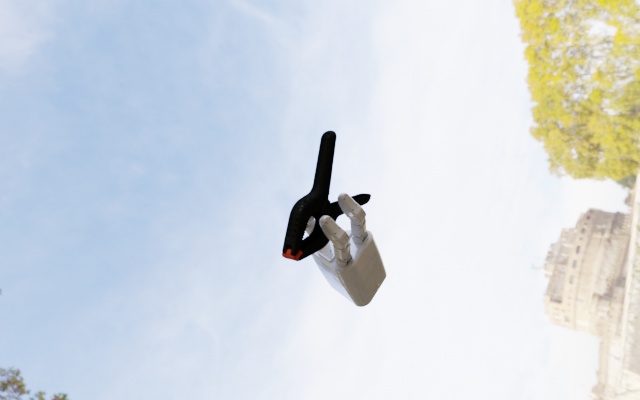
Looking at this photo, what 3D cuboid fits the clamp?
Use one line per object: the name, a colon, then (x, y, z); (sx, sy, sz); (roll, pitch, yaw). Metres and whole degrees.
clamp: (-0.001, 0.003, 0.766); (0.036, 0.165, 0.210); (7, 46, 42)
